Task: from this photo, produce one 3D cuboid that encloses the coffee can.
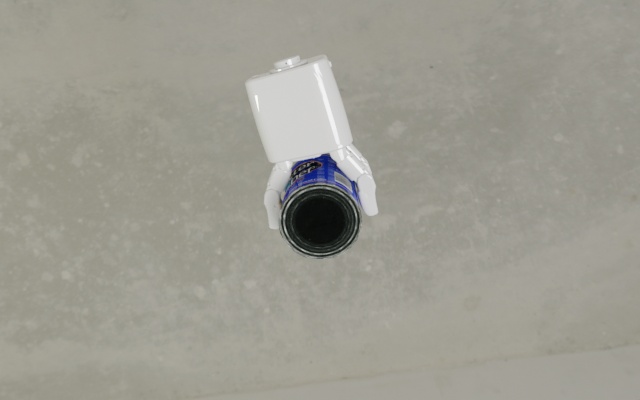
[{"bbox_3d":[0.000,0.002,0.645,0.103,0.103,0.140,0,21,0],"label":"coffee can"}]
